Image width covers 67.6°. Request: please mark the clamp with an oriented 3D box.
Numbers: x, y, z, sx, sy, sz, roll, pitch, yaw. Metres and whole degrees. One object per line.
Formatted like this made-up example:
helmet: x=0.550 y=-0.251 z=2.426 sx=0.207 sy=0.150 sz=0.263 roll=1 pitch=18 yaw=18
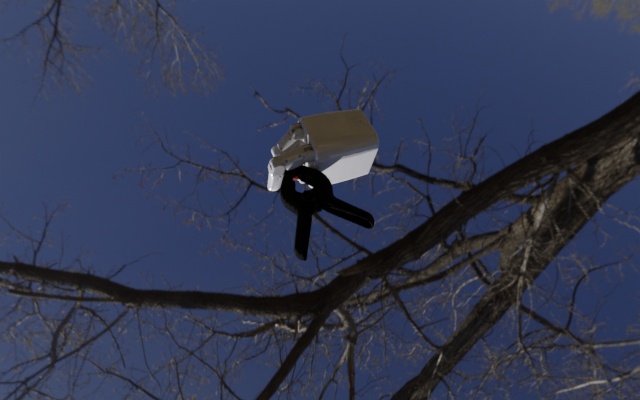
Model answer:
clamp: x=0.000 y=0.003 z=0.702 sx=0.120 sy=0.171 sz=0.039 roll=-14 pitch=-37 yaw=-11
